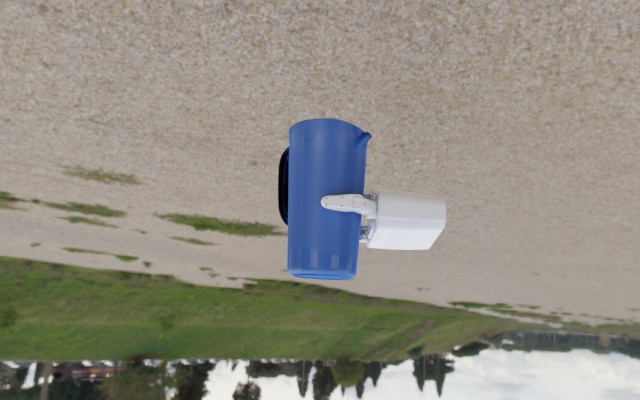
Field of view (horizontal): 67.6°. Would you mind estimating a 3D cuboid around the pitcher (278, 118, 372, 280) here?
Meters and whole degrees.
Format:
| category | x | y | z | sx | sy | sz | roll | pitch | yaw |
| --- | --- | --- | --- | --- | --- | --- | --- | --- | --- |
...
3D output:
| category | x | y | z | sx | sy | sz | roll | pitch | yaw |
| --- | --- | --- | --- | --- | --- | --- | --- | --- | --- |
| pitcher | 0.000 | 0.003 | 0.770 | 0.145 | 0.242 | 0.149 | 4 | -13 | -4 |
